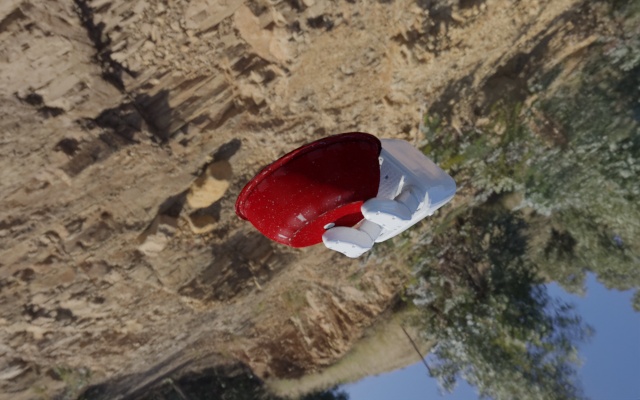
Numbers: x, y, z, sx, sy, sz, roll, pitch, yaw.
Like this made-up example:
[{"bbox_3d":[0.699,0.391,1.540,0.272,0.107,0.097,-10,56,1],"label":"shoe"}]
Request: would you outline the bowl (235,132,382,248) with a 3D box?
[{"bbox_3d":[-0.001,0.002,0.474,0.162,0.055,0.162,-23,-19,-9],"label":"bowl"}]
